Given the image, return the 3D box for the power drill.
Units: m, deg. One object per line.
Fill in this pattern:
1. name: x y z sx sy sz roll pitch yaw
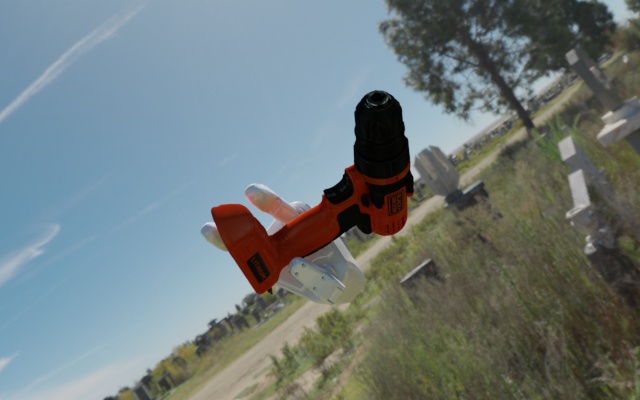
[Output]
1. power drill: 0.000 0.002 0.443 0.187 0.057 0.185 -25 -38 -8
